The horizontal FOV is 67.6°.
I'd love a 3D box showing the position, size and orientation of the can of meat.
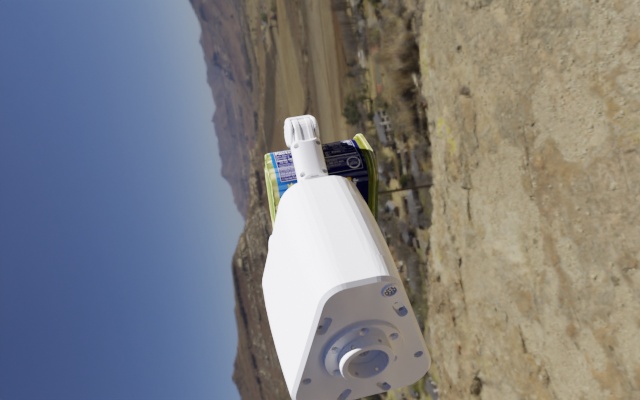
[{"bbox_3d":[0.000,0.001,0.405,0.084,0.102,0.057,-11,38,-9],"label":"can of meat"}]
